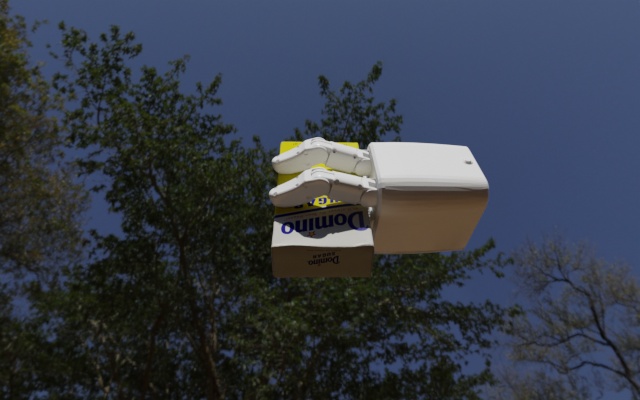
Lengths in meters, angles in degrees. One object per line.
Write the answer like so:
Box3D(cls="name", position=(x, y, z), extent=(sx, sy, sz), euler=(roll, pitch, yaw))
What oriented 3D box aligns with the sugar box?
Box3D(cls="sugar box", position=(0.000, 0.001, 0.494), extent=(0.093, 0.048, 0.176), euler=(0, 36, -2))
